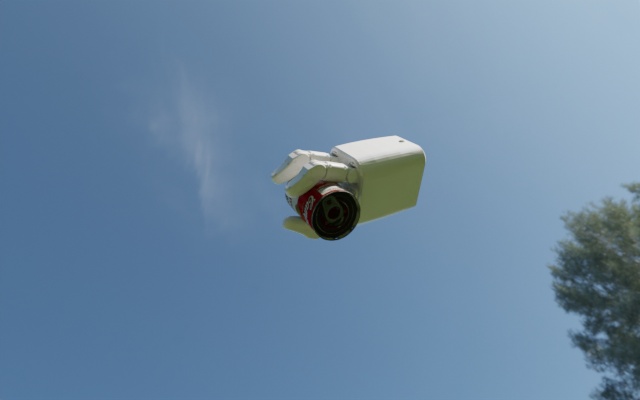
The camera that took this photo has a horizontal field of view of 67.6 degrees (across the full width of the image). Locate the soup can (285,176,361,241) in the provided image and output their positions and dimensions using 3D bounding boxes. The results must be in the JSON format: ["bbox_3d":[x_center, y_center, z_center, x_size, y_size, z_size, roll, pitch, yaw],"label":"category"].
[{"bbox_3d":[0.000,0.002,0.641,0.068,0.068,0.102,0,21,-26],"label":"soup can"}]
